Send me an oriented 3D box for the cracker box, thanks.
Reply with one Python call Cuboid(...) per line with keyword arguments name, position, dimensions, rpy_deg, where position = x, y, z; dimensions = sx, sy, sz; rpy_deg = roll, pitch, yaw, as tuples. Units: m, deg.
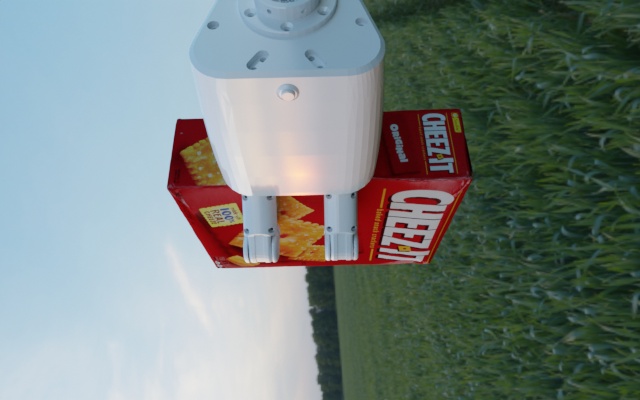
Cuboid(name="cracker box", position=(0.000, 0.001, 0.409), dimensions=(0.214, 0.072, 0.164), rpy_deg=(-1, -28, 0))
